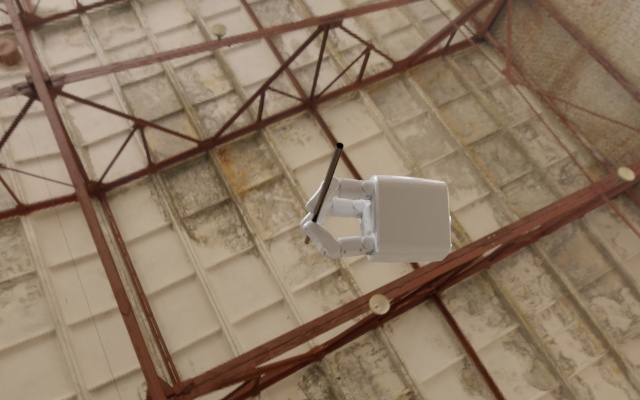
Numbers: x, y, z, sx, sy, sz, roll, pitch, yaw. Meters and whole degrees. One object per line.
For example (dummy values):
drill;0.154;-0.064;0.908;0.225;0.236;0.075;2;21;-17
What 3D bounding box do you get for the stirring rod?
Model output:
stirring rod;0.000;0.002;0.596;0.011;0.011;0.240;0;-29;-11
